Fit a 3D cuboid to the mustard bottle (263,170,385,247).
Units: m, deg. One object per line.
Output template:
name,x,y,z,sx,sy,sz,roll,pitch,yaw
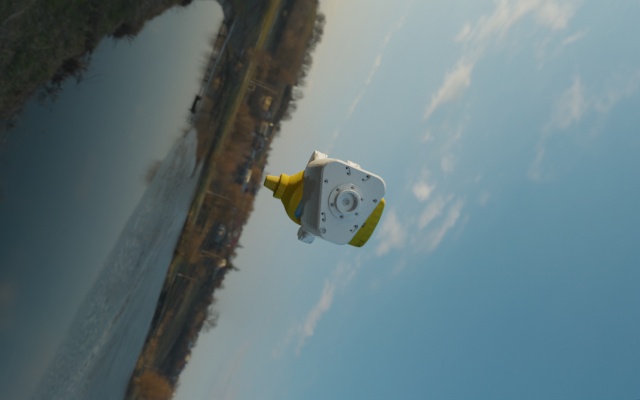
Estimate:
mustard bottle,0.000,0.003,0.771,0.191,0.096,0.058,21,22,-12
